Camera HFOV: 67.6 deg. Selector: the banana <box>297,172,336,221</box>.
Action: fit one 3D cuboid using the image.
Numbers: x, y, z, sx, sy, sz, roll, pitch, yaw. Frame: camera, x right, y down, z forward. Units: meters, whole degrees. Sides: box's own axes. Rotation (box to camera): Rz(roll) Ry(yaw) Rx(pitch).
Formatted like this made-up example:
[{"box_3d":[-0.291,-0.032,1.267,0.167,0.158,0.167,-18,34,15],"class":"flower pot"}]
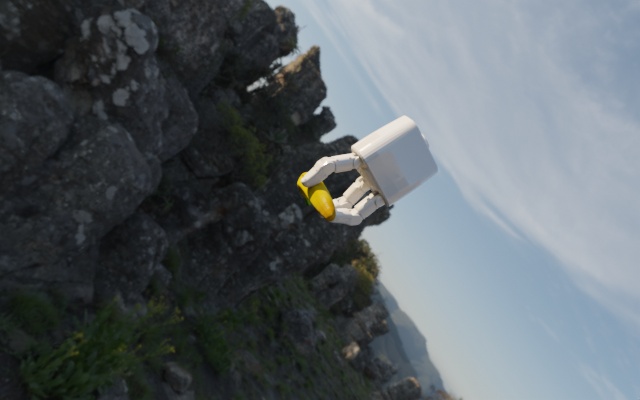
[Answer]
[{"box_3d":[-0.009,-0.014,0.813,0.037,0.069,0.198,-30,12,-5],"class":"banana"}]
